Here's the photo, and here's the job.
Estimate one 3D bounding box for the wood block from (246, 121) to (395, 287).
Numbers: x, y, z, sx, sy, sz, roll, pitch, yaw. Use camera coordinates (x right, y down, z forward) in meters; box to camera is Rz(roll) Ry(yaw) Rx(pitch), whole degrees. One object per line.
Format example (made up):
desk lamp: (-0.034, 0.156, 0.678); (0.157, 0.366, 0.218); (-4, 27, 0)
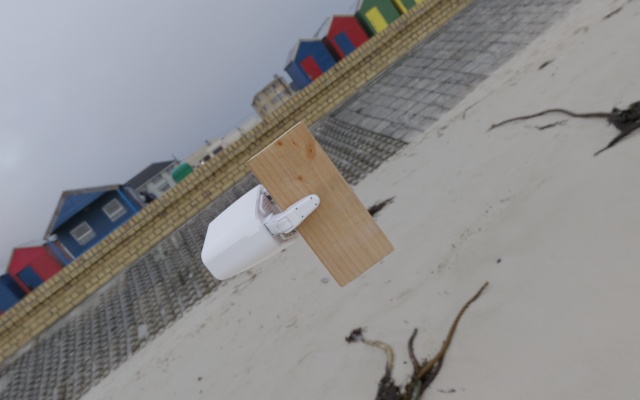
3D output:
wood block: (0.000, 0.002, 0.652); (0.090, 0.206, 0.091); (-36, 10, 3)
